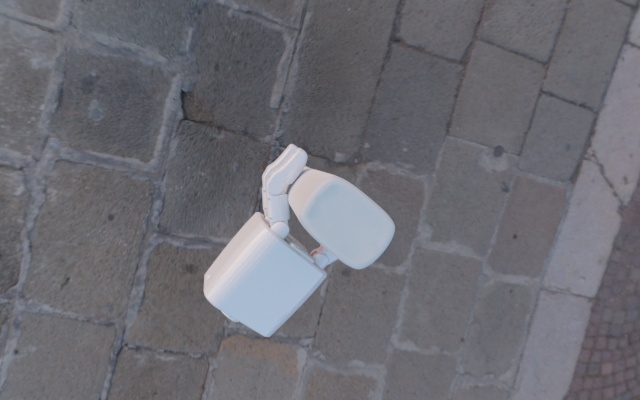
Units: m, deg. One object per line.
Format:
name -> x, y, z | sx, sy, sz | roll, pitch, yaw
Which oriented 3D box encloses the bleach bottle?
bleach bottle -> 0.000, 0.002, 0.589 | 0.102, 0.068, 0.251 | 41, -1, -16
